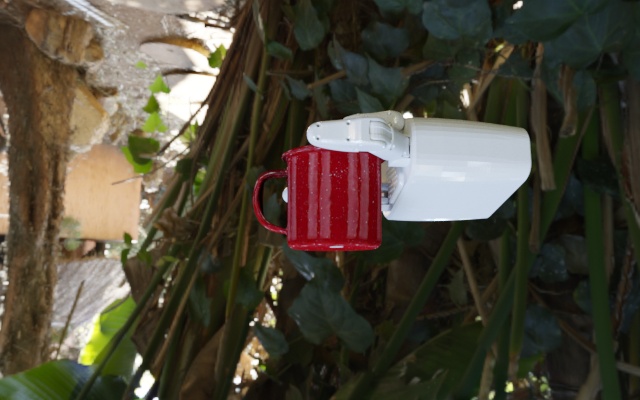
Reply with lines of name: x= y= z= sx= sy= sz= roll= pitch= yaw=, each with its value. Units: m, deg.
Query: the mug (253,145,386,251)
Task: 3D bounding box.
mug: x=-0.001 y=0.002 z=0.416 sx=0.117 sy=0.081 sz=0.093 roll=1 pitch=-9 yaw=-6
